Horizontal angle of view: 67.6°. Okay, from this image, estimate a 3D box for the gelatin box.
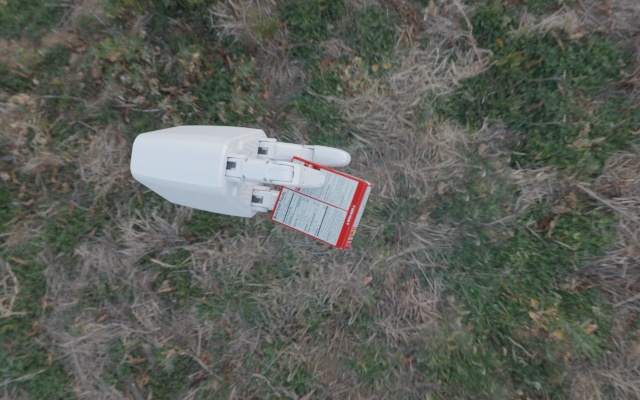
[{"bbox_3d":[0.000,0.002,0.500,0.089,0.073,0.030,21,4,20],"label":"gelatin box"}]
